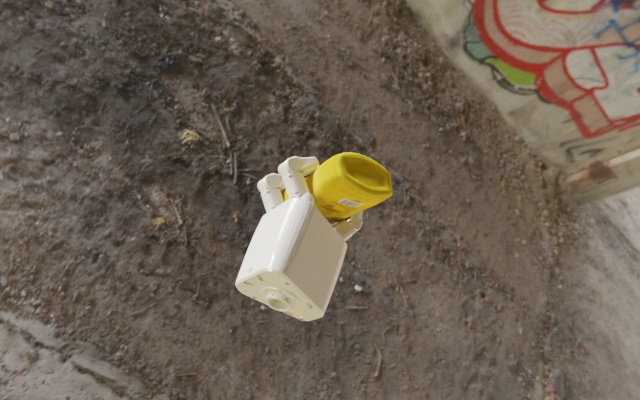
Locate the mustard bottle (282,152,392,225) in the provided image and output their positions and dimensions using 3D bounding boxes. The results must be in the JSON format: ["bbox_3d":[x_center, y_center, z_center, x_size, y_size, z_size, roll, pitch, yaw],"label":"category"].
[{"bbox_3d":[0.000,0.002,0.654,0.096,0.058,0.192,15,-30,-35],"label":"mustard bottle"}]
